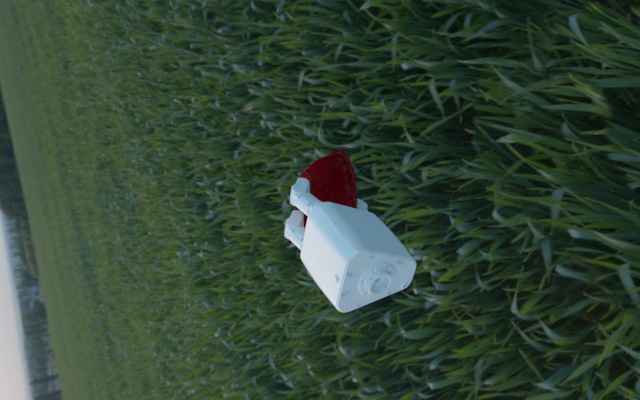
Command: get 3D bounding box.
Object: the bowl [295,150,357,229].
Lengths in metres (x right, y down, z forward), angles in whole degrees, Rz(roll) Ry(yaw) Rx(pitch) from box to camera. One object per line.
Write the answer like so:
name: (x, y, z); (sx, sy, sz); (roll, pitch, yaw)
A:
bowl: (-0.001, 0.002, 0.723); (0.055, 0.162, 0.162); (1, -1, -18)
